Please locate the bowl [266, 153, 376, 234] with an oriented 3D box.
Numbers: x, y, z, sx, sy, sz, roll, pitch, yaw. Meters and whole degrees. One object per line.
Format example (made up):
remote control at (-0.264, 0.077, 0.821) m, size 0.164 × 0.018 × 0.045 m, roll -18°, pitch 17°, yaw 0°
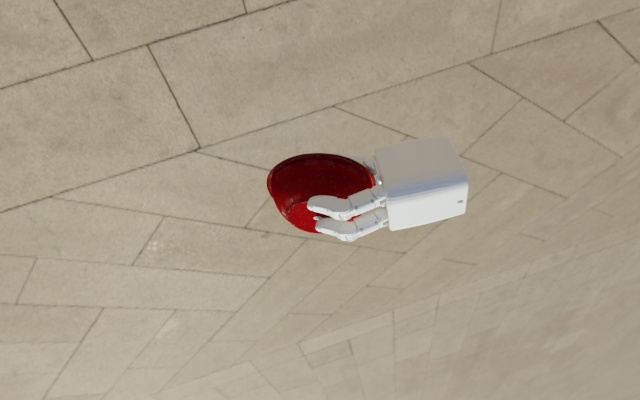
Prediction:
bowl at (-0.001, 0.003, 0.686) m, size 0.162 × 0.055 × 0.162 m, roll 2°, pitch -33°, yaw 2°
